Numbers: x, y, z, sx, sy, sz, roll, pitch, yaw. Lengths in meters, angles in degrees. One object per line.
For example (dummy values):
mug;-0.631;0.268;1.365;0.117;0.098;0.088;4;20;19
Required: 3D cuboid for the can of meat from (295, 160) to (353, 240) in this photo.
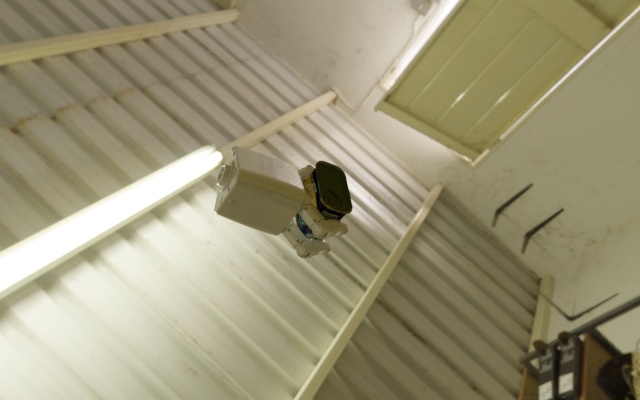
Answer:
can of meat;0.000;0.003;0.761;0.057;0.102;0.084;17;-47;-28
